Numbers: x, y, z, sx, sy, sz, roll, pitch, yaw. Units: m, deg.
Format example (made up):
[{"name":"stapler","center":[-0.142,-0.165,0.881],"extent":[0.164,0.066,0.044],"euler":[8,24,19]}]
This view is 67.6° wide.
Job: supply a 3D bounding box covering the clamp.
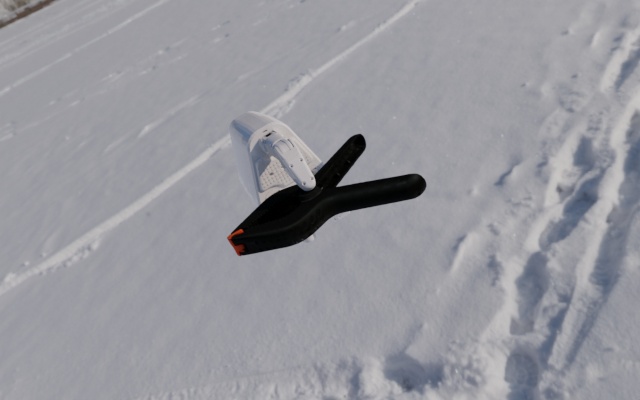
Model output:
[{"name":"clamp","center":[-0.001,0.001,0.519],"extent":[0.210,0.036,0.164],"euler":[-33,29,-12]}]
